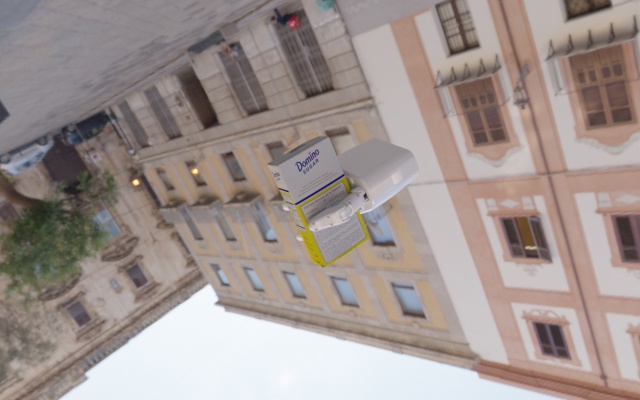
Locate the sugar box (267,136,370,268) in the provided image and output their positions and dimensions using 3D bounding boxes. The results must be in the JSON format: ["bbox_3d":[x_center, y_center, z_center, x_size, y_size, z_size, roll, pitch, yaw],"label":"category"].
[{"bbox_3d":[0.000,0.002,0.712,0.093,0.176,0.048,-31,19,-21],"label":"sugar box"}]
